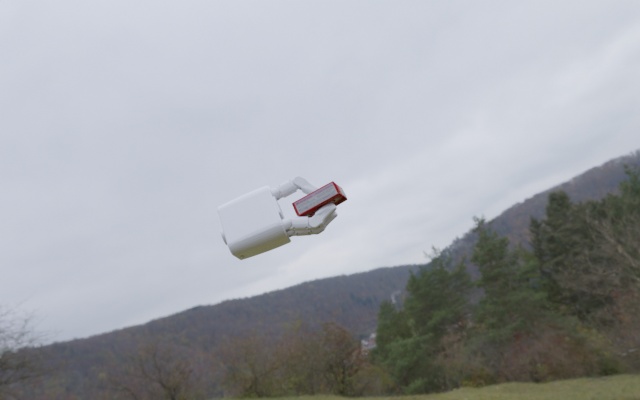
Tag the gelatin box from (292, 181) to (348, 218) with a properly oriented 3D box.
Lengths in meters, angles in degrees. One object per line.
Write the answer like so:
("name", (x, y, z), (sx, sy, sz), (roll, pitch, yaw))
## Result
("gelatin box", (0.000, 0.002, 0.888), (0.089, 0.030, 0.073), (-29, -15, 9))
